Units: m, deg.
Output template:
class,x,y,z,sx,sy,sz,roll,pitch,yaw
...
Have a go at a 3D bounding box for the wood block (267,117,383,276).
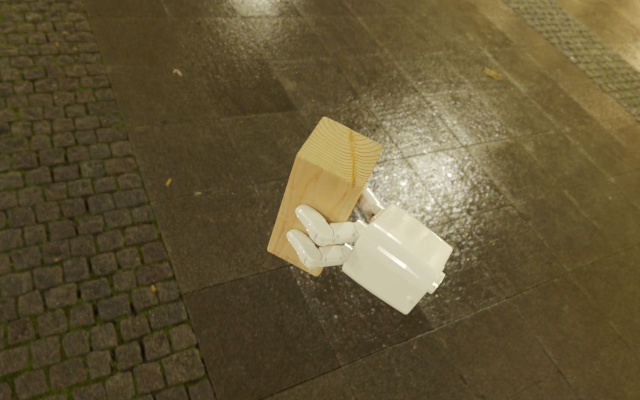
class,x,y,z,sx,sy,sz,roll,pitch,yaw
wood block,0.001,0.002,0.662,0.090,0.090,0.206,27,-42,4
